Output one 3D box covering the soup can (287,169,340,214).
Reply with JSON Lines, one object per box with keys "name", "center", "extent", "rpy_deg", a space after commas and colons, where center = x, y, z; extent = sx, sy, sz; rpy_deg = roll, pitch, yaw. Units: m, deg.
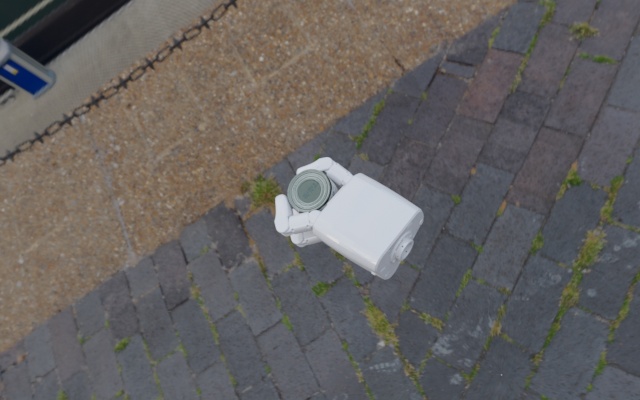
{"name": "soup can", "center": [0.000, 0.002, 0.712], "extent": [0.068, 0.068, 0.102], "rpy_deg": [0, -19, 21]}
